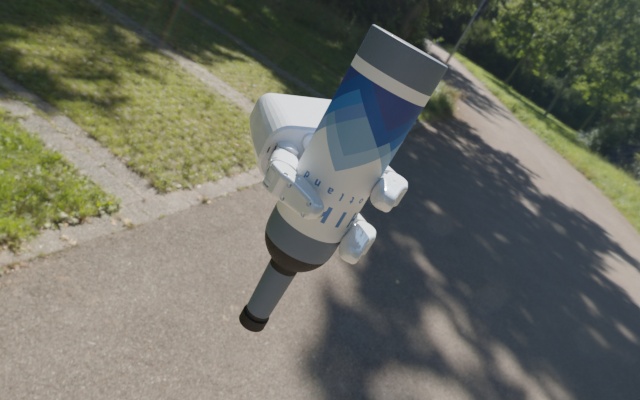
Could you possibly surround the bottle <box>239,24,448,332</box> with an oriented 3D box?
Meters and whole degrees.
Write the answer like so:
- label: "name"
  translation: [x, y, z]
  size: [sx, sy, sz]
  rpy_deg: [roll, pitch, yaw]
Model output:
- label: "bottle"
  translation: [0.000, 0.001, 0.416]
  size: [0.069, 0.296, 0.069]
  rpy_deg: [25, 22, -11]
